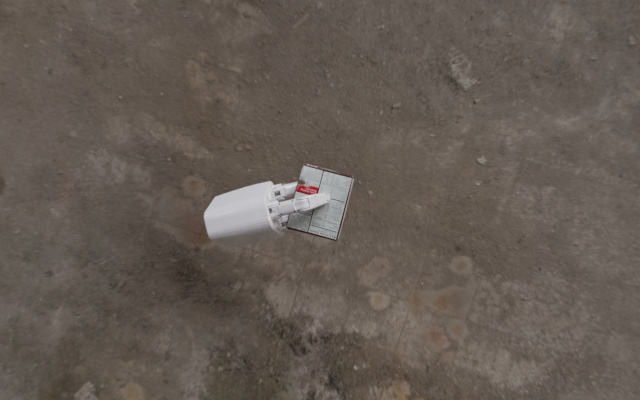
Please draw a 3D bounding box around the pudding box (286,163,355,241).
[{"bbox_3d":[0.000,0.003,0.793,0.090,0.113,0.039,15,5,3],"label":"pudding box"}]
